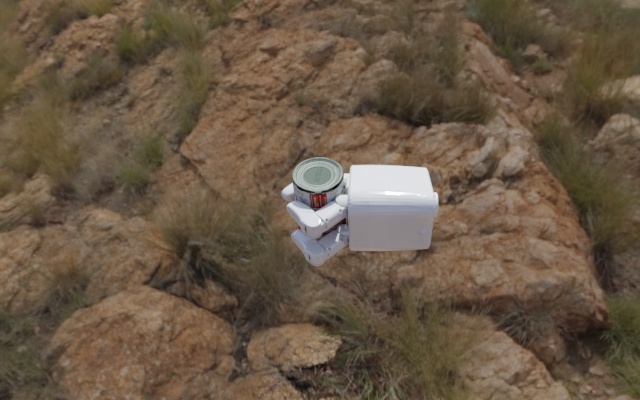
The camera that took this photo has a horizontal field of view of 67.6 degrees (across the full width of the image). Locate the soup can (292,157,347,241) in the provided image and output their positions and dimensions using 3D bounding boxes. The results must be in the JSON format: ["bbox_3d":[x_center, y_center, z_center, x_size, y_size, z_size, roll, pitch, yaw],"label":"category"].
[{"bbox_3d":[0.000,0.002,0.636,0.068,0.068,0.102,-3,-45,3],"label":"soup can"}]
